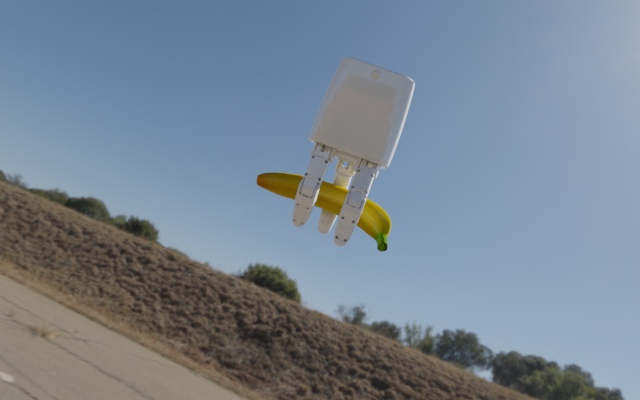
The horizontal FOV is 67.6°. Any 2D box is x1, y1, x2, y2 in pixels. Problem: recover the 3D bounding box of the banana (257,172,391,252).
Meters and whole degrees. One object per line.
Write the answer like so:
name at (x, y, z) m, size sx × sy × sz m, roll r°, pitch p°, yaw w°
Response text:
banana at (0.013, 0.001, 0.596) m, size 0.197 × 0.037 × 0.069 m, roll 25°, pitch 18°, yaw 27°
